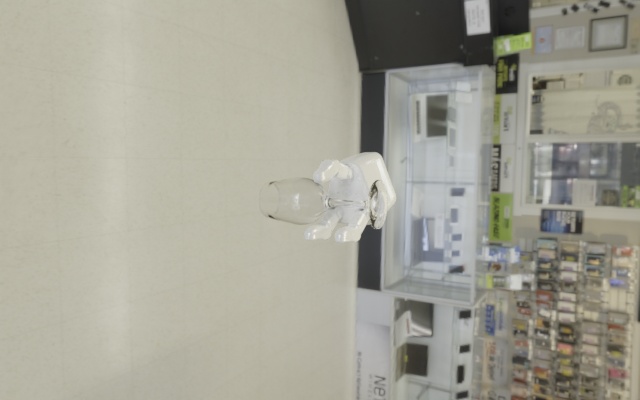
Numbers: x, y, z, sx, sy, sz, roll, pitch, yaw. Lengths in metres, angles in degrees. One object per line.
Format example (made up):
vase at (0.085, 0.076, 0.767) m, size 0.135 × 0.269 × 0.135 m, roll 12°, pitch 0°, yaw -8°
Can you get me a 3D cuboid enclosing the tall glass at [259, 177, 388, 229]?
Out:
tall glass at (0.001, 0.002, 0.759) m, size 0.201 × 0.079 × 0.079 m, roll 2°, pitch 1°, yaw 29°
